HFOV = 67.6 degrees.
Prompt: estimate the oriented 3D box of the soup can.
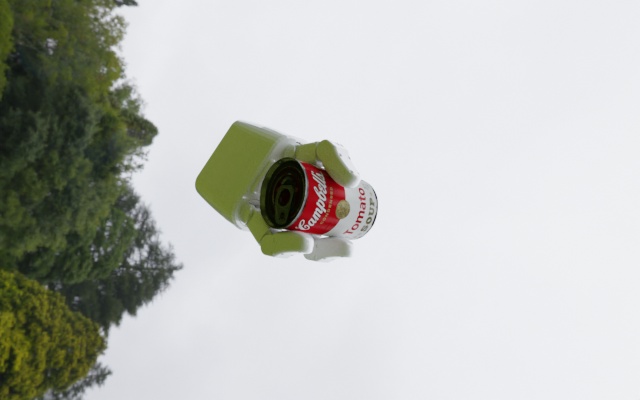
[{"bbox_3d":[0.001,0.002,0.474,0.102,0.068,0.068,13,-9,-42],"label":"soup can"}]
